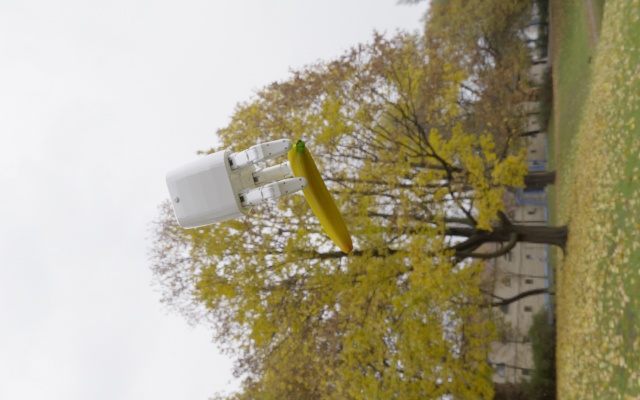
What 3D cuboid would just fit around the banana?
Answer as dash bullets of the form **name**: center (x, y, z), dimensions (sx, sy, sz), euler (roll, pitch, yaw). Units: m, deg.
- **banana**: center (-0.005, -0.008, 0.705), dimensions (0.037, 0.198, 0.069), euler (-26, 28, 2)
